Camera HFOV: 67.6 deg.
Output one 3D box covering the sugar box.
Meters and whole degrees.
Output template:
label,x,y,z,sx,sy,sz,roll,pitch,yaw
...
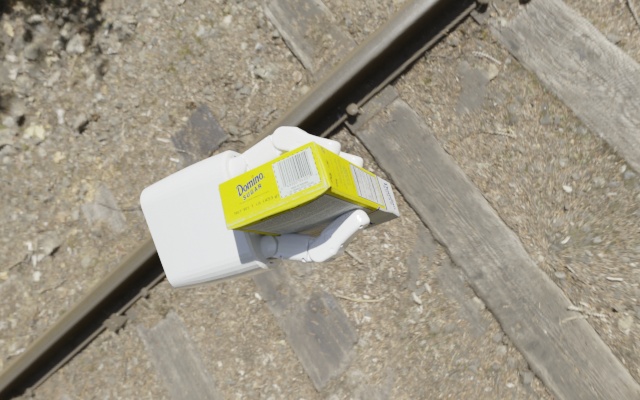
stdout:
label,x,y,z,sx,sy,sz,roll,pitch,yaw
sugar box,0.000,0.001,0.434,0.093,0.048,0.176,-21,-14,21
